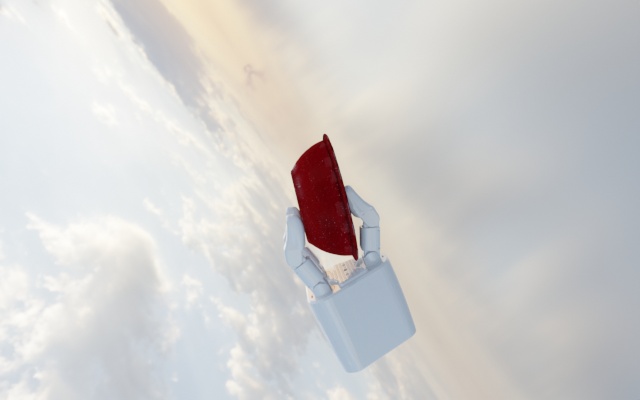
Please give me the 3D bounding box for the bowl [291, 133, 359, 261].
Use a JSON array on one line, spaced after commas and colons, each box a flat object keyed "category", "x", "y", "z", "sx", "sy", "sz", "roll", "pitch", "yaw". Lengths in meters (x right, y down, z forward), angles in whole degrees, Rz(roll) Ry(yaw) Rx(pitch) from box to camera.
[{"category": "bowl", "x": -0.001, "y": 0.001, "z": 0.590, "sx": 0.055, "sy": 0.162, "sz": 0.162, "roll": -14, "pitch": 0, "yaw": -2}]
